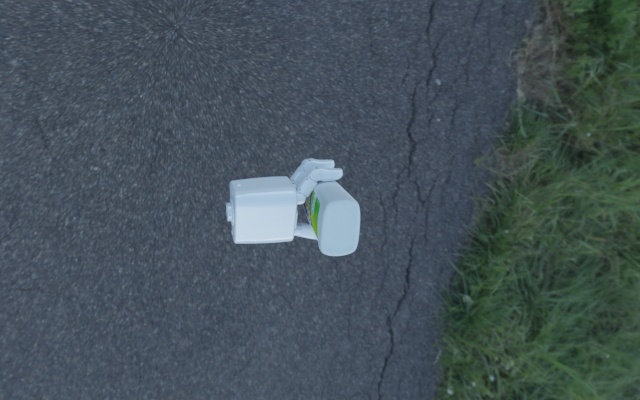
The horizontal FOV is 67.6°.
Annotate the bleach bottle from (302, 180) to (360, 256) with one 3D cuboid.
[{"bbox_3d":[0.000,0.003,0.876,0.068,0.103,0.250,-1,20,-16],"label":"bleach bottle"}]
